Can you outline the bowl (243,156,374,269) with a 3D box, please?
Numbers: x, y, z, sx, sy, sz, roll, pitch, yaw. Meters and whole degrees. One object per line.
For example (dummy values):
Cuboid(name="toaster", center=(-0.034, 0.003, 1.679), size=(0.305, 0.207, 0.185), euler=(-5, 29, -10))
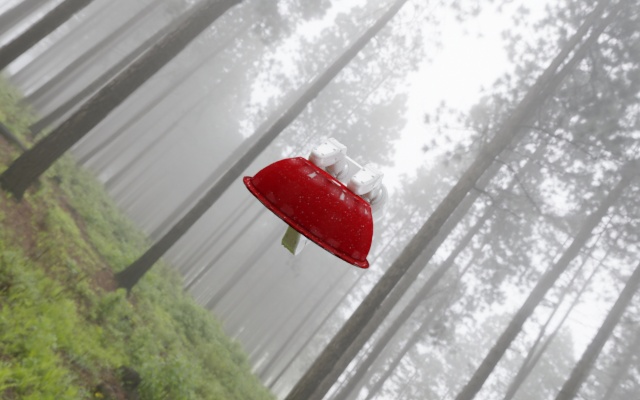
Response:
Cuboid(name="bowl", center=(0.000, 0.001, 0.500), size=(0.162, 0.055, 0.162), euler=(35, 6, -4))
